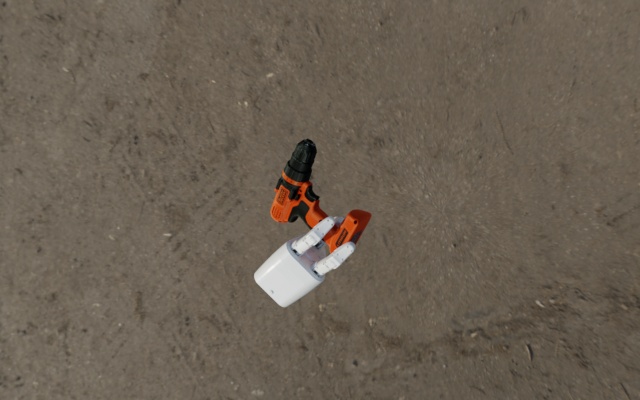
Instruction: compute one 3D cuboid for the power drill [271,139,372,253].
[{"bbox_3d":[0.000,0.003,0.881,0.187,0.184,0.057,39,37,21],"label":"power drill"}]
